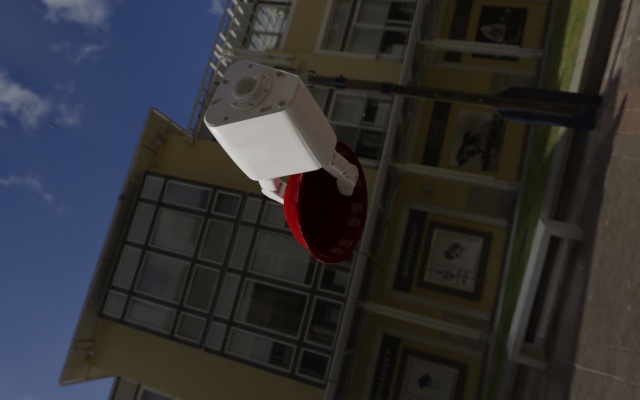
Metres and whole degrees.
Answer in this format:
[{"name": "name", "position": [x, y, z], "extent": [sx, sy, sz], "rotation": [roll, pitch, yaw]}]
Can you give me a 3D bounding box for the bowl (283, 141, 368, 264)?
[{"name": "bowl", "position": [0.000, 0.003, 0.642], "extent": [0.055, 0.162, 0.162], "rotation": [1, 0, 36]}]
